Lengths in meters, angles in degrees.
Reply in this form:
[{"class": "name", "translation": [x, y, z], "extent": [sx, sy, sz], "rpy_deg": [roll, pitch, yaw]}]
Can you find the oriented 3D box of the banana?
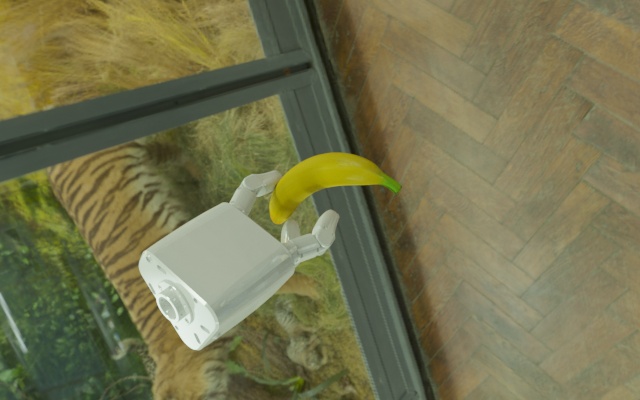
[{"class": "banana", "translation": [-0.006, -0.015, 0.548], "extent": [0.198, 0.069, 0.037], "rpy_deg": [-15, 18, 43]}]
